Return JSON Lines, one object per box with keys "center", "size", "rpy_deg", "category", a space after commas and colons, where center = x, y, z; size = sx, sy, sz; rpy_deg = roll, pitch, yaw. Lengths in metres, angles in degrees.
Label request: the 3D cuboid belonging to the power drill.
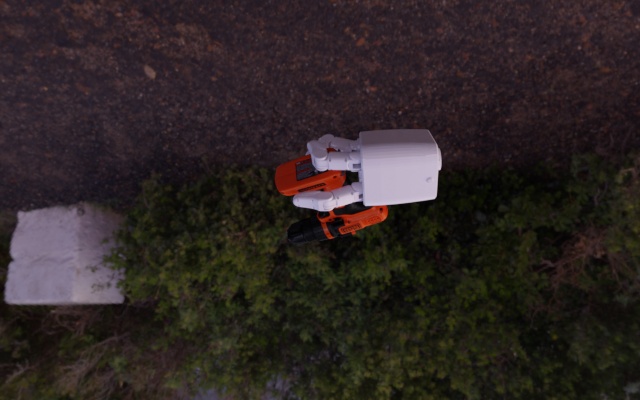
{"center": [0.000, 0.002, 0.778], "size": [0.184, 0.057, 0.188], "rpy_deg": [-20, -35, 14], "category": "power drill"}
